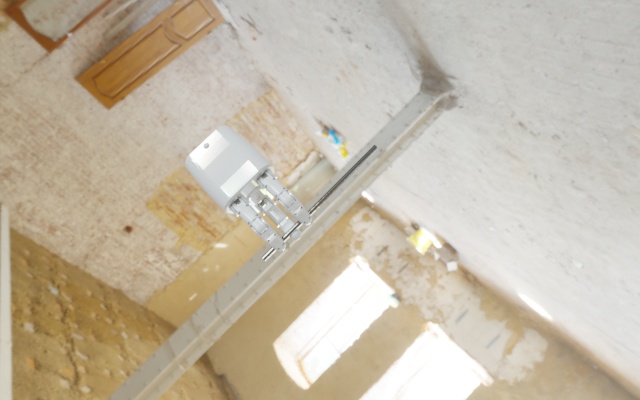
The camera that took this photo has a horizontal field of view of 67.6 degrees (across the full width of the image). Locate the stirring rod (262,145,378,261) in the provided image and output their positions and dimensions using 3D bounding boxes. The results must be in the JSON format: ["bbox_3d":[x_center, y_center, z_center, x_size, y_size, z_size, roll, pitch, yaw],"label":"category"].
[{"bbox_3d":[0.000,0.002,0.718,0.011,0.239,0.011,45,-5,5],"label":"stirring rod"}]
